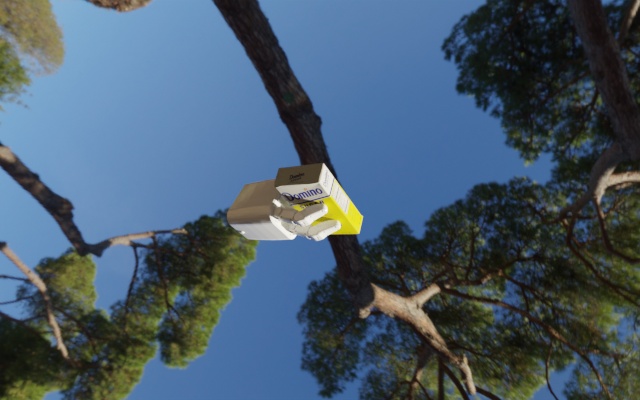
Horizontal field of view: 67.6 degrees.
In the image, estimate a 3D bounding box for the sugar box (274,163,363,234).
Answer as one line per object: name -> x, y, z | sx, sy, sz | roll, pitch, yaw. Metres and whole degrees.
sugar box -> 0.000, 0.003, 0.861 | 0.093, 0.048, 0.176 | -4, -31, 29
